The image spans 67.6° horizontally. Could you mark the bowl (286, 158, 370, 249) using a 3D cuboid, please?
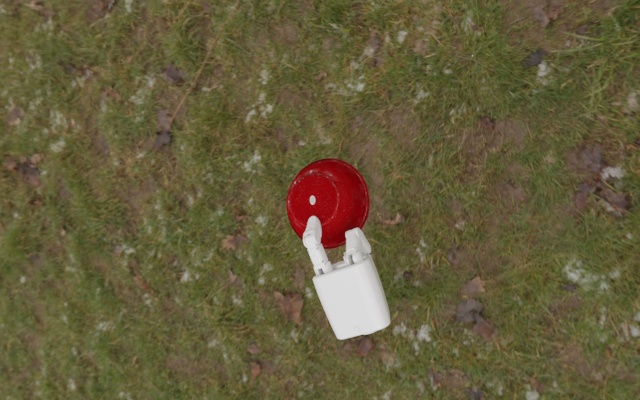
[{"bbox_3d":[-0.001,0.002,0.820,0.162,0.162,0.055,0,-5,26],"label":"bowl"}]
